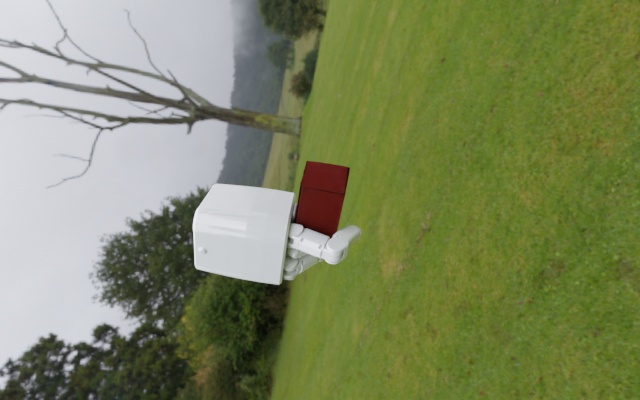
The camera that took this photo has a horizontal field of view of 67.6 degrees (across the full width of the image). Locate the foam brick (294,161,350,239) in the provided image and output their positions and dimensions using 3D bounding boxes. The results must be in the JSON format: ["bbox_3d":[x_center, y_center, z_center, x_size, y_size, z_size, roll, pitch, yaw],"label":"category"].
[{"bbox_3d":[0.000,0.002,0.553,0.051,0.078,0.053,12,39,1],"label":"foam brick"}]
